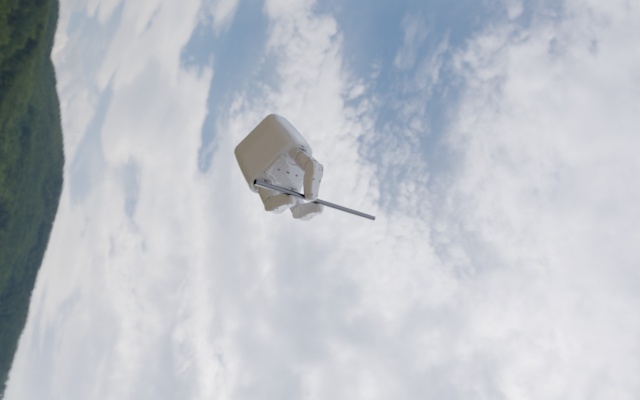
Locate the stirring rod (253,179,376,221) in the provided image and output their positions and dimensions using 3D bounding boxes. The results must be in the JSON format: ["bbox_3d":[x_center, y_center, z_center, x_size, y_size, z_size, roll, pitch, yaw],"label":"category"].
[{"bbox_3d":[0.000,0.002,0.729,0.239,0.011,0.011,17,-11,-39],"label":"stirring rod"}]
